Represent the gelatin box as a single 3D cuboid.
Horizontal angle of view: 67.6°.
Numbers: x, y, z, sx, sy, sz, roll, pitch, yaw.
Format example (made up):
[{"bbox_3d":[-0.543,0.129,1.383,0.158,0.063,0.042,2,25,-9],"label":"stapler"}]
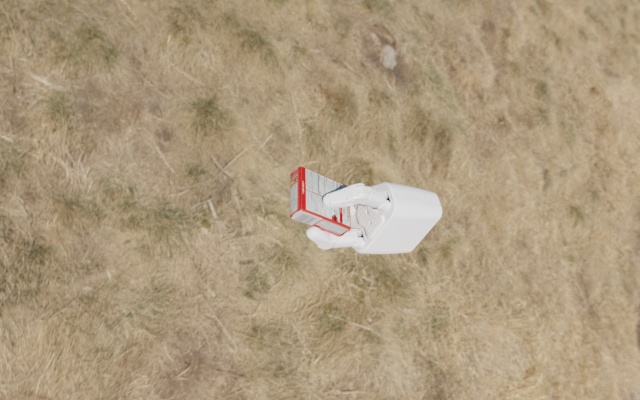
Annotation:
[{"bbox_3d":[0.000,0.002,0.661,0.089,0.073,0.030,22,-40,-31],"label":"gelatin box"}]
